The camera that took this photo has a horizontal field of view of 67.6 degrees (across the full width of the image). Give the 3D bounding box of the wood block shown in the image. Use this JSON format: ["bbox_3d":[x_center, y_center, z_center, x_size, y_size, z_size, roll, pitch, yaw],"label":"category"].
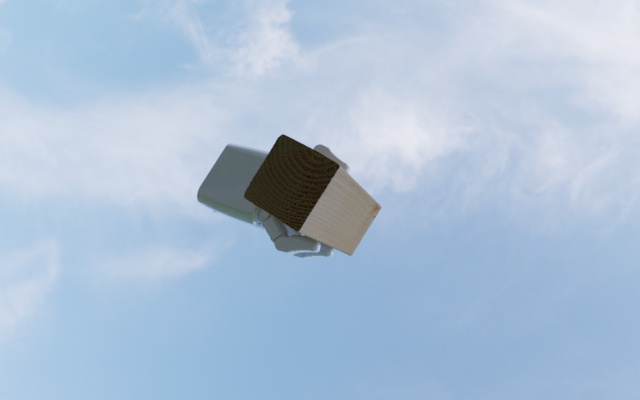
[{"bbox_3d":[0.000,0.002,0.636,0.090,0.091,0.206,31,-1,24],"label":"wood block"}]
